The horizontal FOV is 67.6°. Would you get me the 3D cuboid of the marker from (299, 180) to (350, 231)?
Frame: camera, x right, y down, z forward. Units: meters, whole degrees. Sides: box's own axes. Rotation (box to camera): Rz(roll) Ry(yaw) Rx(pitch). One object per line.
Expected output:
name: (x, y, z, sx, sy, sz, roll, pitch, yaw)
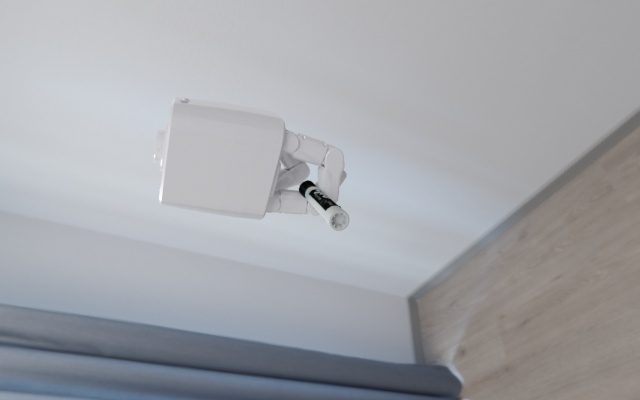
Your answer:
marker: (0.000, 0.002, 0.461, 0.020, 0.020, 0.121, 0, 15, -16)
